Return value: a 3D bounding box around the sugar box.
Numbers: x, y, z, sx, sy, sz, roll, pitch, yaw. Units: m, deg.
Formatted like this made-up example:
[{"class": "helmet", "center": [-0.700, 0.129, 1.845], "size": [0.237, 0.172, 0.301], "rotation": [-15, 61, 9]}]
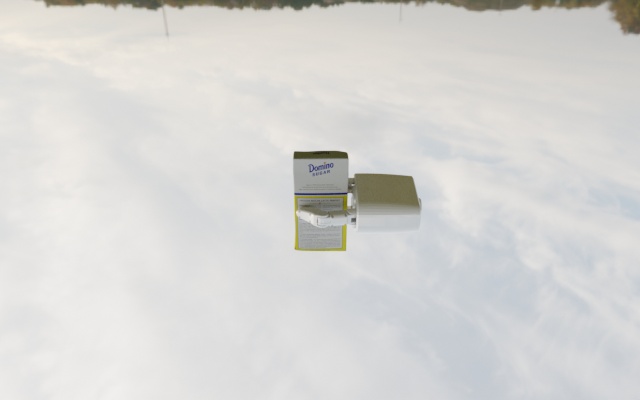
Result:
[{"class": "sugar box", "center": [0.000, 0.003, 0.821], "size": [0.093, 0.176, 0.048], "rotation": [0, 23, -1]}]
